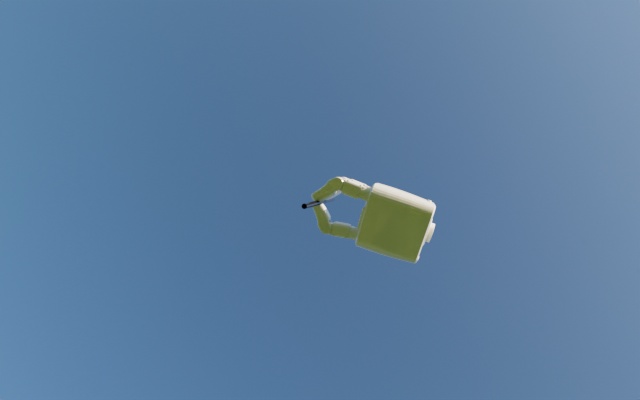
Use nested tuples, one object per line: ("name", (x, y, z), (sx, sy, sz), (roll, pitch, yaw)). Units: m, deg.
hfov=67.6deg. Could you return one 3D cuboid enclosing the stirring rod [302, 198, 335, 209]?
("stirring rod", (0.000, 0.003, 0.810), (0.011, 0.011, 0.239), (0, 3, 11))
